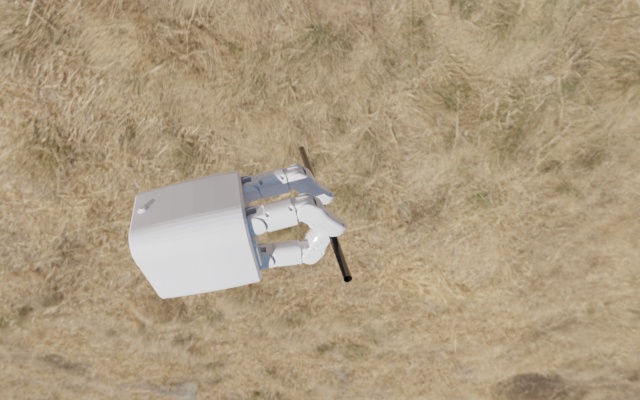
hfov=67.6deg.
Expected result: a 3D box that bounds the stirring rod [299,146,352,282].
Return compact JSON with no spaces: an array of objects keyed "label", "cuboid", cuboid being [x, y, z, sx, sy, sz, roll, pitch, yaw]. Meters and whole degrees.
[{"label":"stirring rod","cuboid":[0.000,0.002,0.521,0.011,0.011,0.239,0,35,-14]}]
